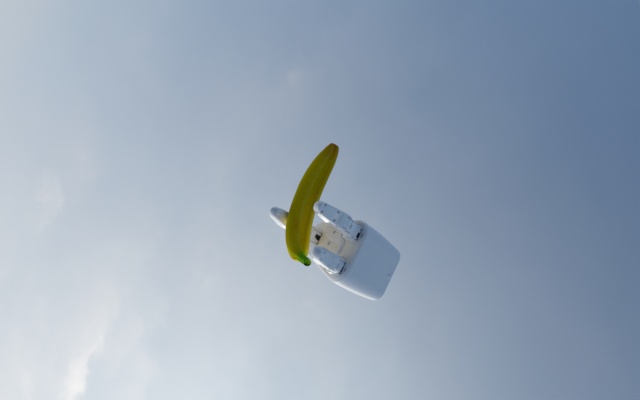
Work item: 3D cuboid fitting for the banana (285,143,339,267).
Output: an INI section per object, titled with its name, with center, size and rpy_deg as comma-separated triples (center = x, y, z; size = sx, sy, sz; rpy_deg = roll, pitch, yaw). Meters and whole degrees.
[banana]
center = -0.015, 0.008, 0.684
size = 0.069, 0.197, 0.037
rpy_deg = -13, -36, 40
